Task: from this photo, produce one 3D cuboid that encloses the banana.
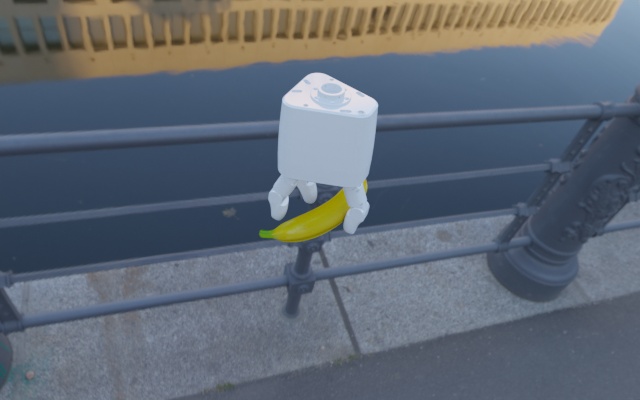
[{"bbox_3d":[0.009,0.012,0.689,0.197,0.037,0.069,-28,44,-29],"label":"banana"}]
